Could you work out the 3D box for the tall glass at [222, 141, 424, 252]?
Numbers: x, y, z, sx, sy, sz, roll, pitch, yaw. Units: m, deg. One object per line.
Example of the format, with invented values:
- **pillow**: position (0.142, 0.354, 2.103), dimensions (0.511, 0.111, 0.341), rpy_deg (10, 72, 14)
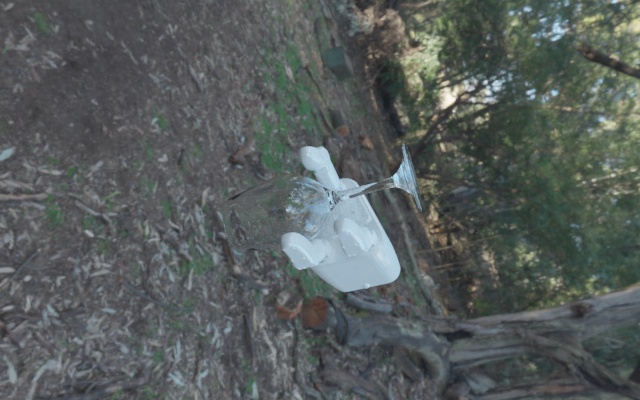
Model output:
- **tall glass**: position (0.001, 0.001, 0.500), dimensions (0.201, 0.079, 0.079), rpy_deg (-15, -4, 15)
